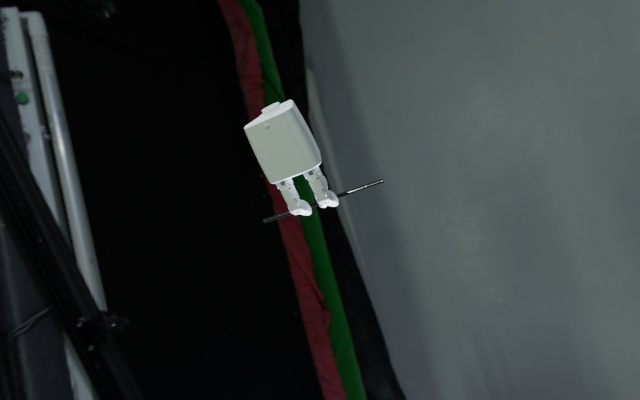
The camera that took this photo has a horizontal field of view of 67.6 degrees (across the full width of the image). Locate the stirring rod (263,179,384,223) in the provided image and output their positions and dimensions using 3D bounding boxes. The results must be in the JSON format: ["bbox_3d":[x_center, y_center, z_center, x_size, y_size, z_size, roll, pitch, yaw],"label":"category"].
[{"bbox_3d":[0.000,0.003,0.859,0.239,0.011,0.011,-19,-7,22],"label":"stirring rod"}]
